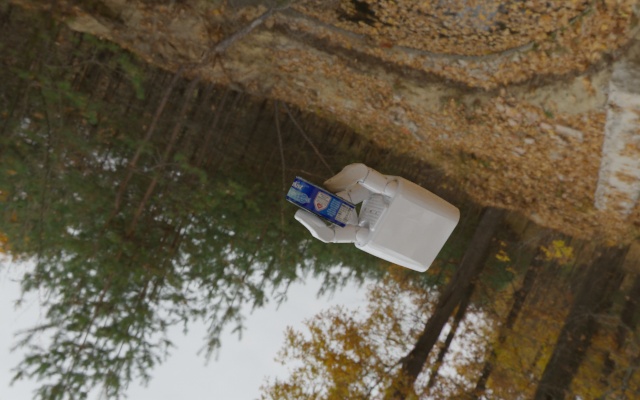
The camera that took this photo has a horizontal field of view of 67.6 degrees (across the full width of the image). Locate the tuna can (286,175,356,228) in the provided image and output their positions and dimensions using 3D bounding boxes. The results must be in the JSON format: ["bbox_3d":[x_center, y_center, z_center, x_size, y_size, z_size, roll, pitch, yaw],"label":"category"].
[{"bbox_3d":[0.000,0.002,0.608,0.086,0.034,0.086,27,0,0],"label":"tuna can"}]
